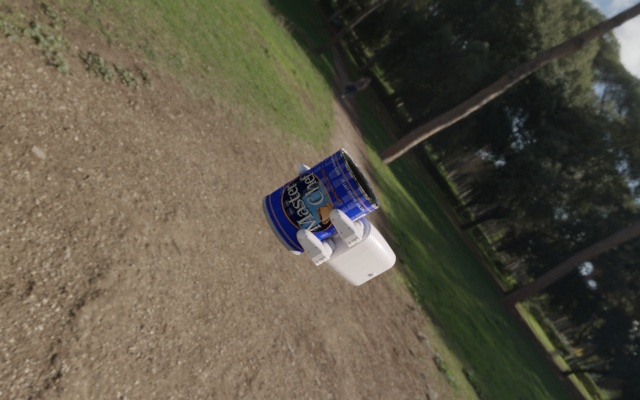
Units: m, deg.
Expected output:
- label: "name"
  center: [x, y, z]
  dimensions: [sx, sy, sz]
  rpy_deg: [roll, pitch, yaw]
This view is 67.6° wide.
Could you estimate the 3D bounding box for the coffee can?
- label: "coffee can"
  center: [0.000, 0.002, 0.706]
  dimensions: [0.140, 0.103, 0.103]
  rpy_deg: [-32, -8, 13]
